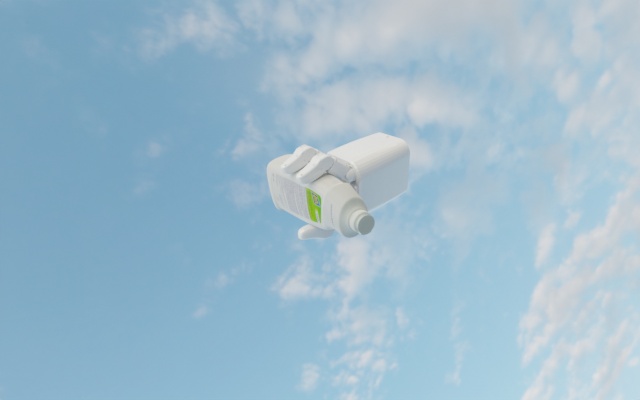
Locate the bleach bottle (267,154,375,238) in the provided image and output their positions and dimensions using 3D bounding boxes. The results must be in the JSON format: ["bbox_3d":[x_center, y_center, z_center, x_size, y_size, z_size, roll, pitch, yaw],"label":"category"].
[{"bbox_3d":[0.000,0.002,0.742,0.068,0.103,0.250,-24,29,-22],"label":"bleach bottle"}]
